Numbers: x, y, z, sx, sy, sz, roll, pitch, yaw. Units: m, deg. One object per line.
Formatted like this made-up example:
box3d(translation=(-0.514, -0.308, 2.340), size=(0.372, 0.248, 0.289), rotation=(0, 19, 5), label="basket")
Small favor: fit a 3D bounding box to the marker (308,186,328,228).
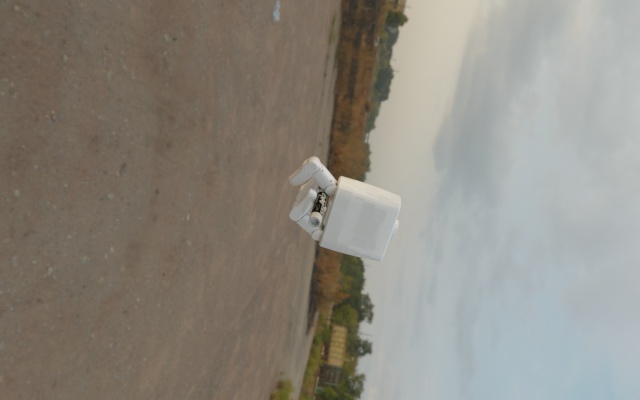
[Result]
box3d(translation=(0.000, 0.002, 0.744), size=(0.020, 0.020, 0.121), rotation=(0, 29, 10), label="marker")
